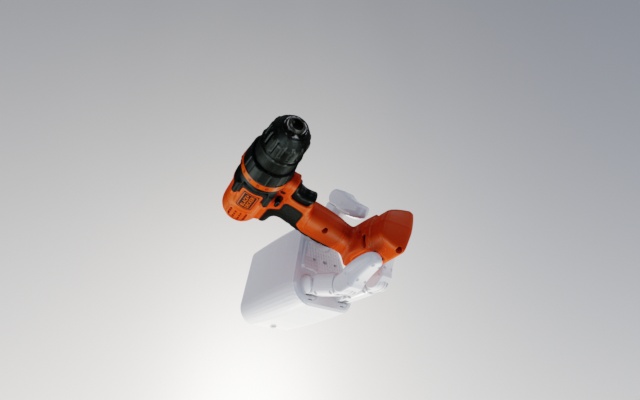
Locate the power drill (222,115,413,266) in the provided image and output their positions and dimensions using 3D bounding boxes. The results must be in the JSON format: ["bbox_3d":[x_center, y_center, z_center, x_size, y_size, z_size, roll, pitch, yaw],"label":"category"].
[{"bbox_3d":[0.000,0.002,0.499,0.188,0.057,0.184,30,-31,-12],"label":"power drill"}]
